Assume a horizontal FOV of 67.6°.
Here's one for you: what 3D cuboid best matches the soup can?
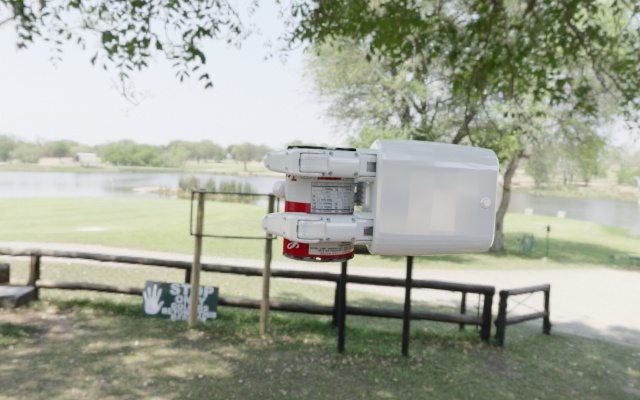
[{"bbox_3d":[0.000,0.001,0.445,0.068,0.102,0.068,2,5,0],"label":"soup can"}]
